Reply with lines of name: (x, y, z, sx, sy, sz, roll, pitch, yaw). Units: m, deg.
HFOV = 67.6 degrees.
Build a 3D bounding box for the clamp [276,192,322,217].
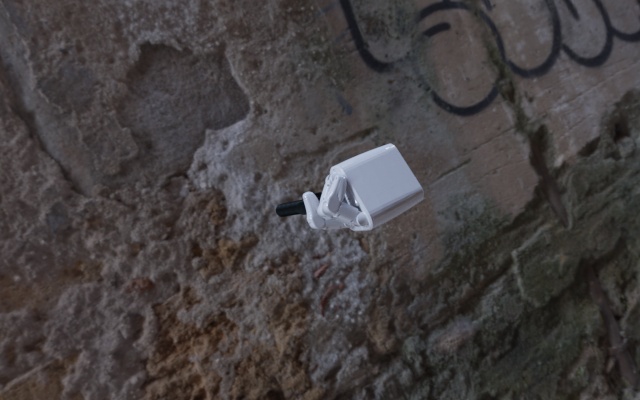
clamp: (0.000, 0.002, 0.836, 0.120, 0.039, 0.171, -22, 8, -23)
